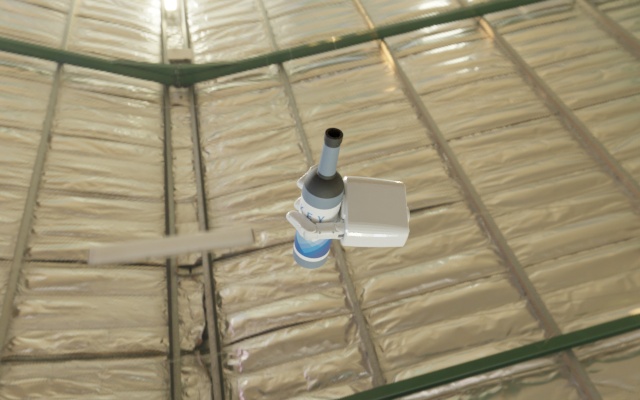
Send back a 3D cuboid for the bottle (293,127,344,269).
[{"bbox_3d":[0.000,0.003,0.790,0.069,0.069,0.296,0,-42,-10],"label":"bottle"}]
